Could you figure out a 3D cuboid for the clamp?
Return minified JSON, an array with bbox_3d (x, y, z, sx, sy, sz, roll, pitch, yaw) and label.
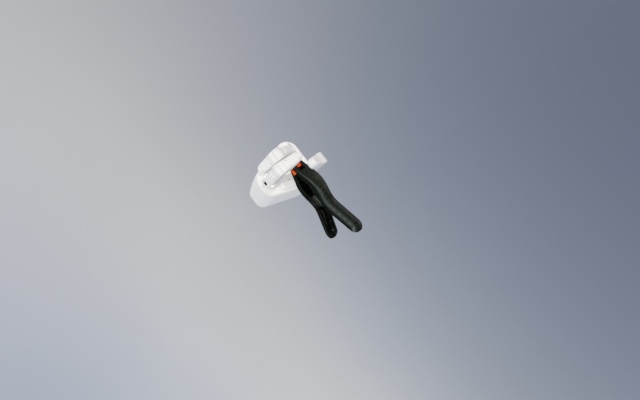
[{"bbox_3d":[0.000,0.003,0.894,0.039,0.171,0.120,-36,-3,-31],"label":"clamp"}]
